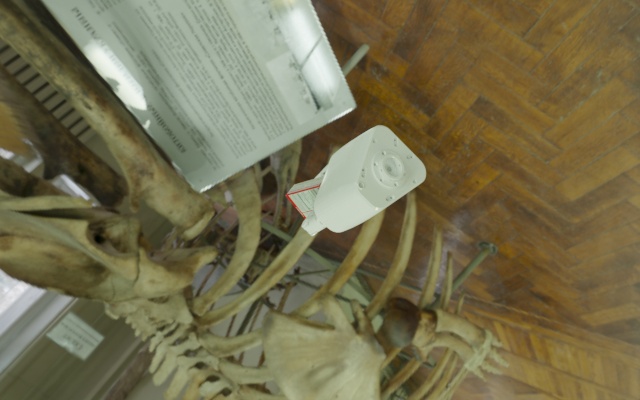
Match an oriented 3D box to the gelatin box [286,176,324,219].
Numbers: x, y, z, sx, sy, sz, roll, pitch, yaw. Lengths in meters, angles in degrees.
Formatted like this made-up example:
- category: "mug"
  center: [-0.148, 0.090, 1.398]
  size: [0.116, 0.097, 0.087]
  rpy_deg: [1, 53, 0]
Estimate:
- category: "gelatin box"
  center: [0.000, 0.003, 0.732]
  size: [0.089, 0.073, 0.030]
  rpy_deg: [-14, 32, 49]
